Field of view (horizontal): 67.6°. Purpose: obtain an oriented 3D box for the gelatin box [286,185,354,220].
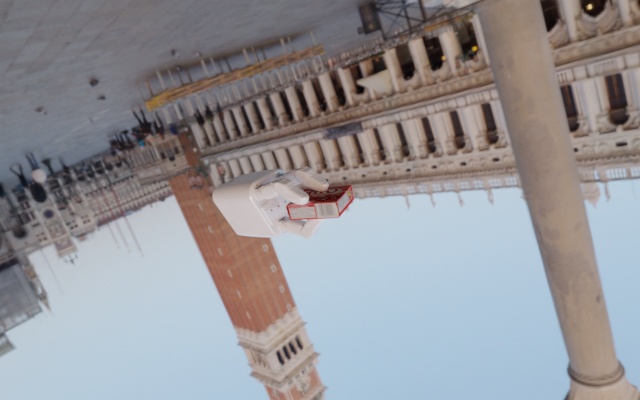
[{"bbox_3d":[0.001,0.003,0.767,0.089,0.030,0.073,-4,21,26],"label":"gelatin box"}]
